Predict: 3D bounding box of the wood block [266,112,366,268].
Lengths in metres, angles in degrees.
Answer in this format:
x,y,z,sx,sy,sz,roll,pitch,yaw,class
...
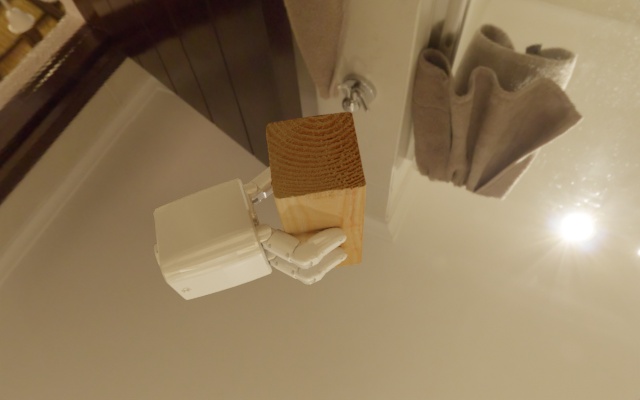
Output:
x,y,z,sx,sy,sz,roll,pitch,yaw,class
0.000,0.002,0.551,0.090,0.090,0.206,-8,-28,-1,wood block
